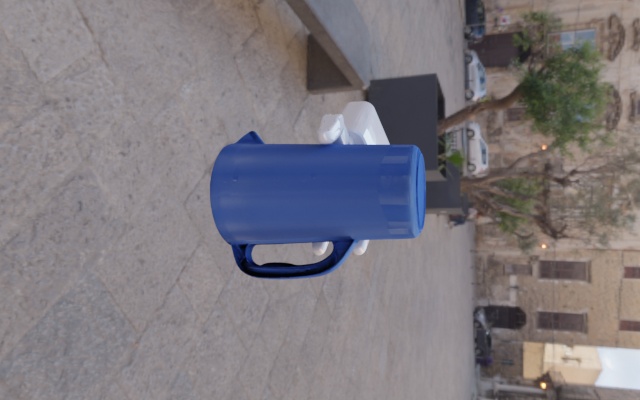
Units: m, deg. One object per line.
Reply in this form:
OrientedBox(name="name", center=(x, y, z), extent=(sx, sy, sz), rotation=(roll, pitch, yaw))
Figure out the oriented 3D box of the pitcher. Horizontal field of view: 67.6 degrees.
OrientedBox(name="pitcher", center=(0.000, 0.002, 0.580), extent=(0.243, 0.149, 0.145), rotation=(-1, 33, 18))
